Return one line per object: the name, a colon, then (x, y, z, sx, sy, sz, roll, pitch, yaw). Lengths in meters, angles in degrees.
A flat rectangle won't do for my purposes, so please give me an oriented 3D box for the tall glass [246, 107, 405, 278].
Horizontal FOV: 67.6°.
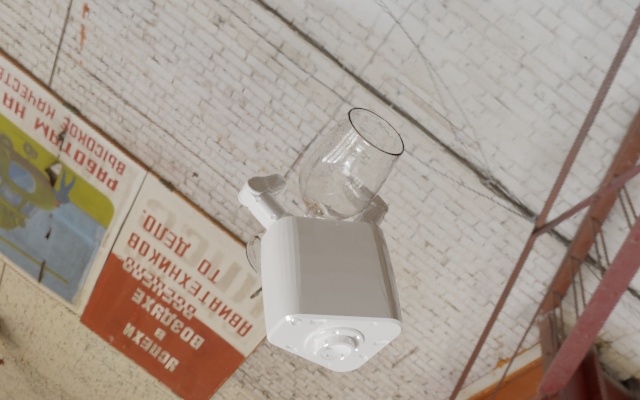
tall glass: (0.000, 0.002, 0.485, 0.079, 0.079, 0.201, 0, -41, -42)
